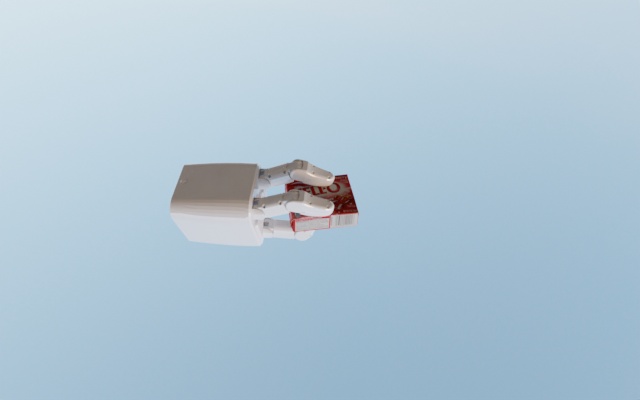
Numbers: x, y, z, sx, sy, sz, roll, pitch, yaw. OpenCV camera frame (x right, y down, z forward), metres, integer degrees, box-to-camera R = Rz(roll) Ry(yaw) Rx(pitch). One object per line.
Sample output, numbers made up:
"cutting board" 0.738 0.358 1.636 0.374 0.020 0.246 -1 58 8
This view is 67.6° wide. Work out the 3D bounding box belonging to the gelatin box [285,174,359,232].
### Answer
"gelatin box" 0.000 0.002 0.638 0.089 0.073 0.030 -5 -43 -9
